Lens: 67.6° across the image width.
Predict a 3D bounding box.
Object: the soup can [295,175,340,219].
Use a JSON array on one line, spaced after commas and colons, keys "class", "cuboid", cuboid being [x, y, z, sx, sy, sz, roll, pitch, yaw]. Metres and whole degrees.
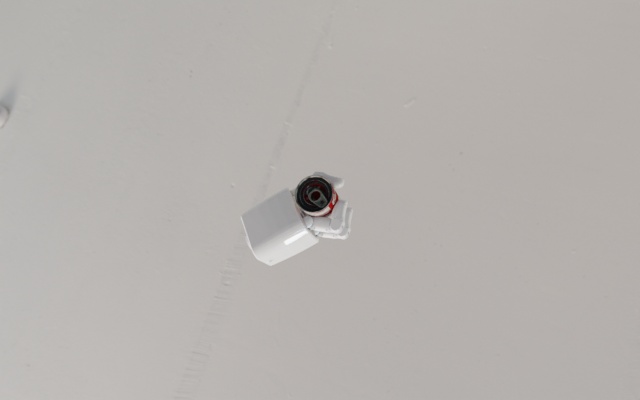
[{"class": "soup can", "cuboid": [0.001, 0.003, 0.862, 0.068, 0.068, 0.102, 0, -17, 14]}]
